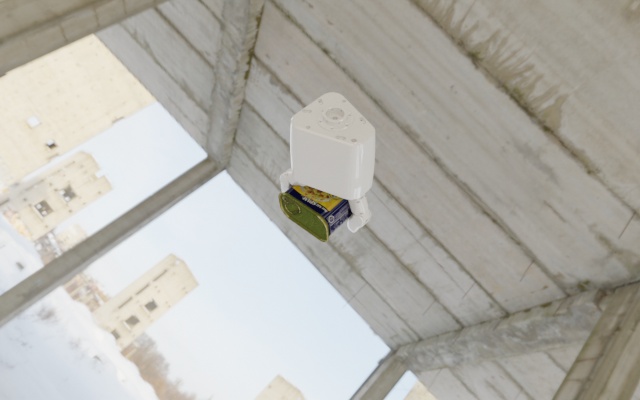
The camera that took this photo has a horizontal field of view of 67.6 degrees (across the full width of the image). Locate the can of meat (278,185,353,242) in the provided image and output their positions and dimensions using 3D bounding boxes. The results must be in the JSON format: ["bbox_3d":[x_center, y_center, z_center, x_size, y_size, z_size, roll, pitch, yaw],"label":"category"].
[{"bbox_3d":[0.000,0.002,0.743,0.102,0.057,0.084,33,58,29],"label":"can of meat"}]
